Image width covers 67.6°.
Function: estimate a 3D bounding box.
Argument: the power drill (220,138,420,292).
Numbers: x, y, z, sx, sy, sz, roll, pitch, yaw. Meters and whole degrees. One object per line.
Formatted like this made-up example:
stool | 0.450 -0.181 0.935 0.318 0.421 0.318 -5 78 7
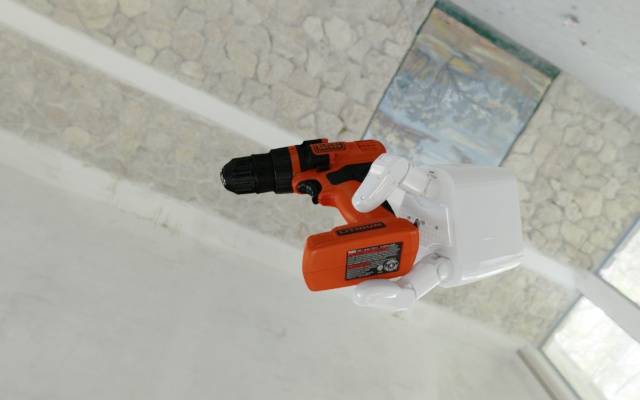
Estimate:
power drill | 0.000 0.002 0.468 0.184 0.057 0.187 -9 38 -10
